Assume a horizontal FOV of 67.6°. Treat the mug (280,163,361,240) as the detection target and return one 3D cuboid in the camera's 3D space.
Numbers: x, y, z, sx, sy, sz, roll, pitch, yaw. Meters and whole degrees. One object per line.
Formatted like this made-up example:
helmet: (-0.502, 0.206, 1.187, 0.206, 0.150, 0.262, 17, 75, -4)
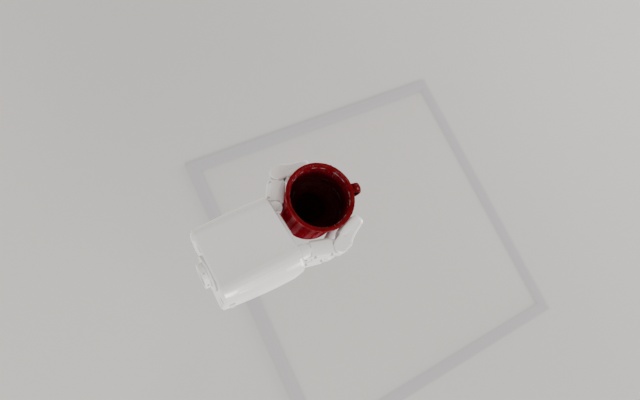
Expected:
mug: (0.001, 0.002, 0.652, 0.117, 0.093, 0.081, -21, -9, -21)
